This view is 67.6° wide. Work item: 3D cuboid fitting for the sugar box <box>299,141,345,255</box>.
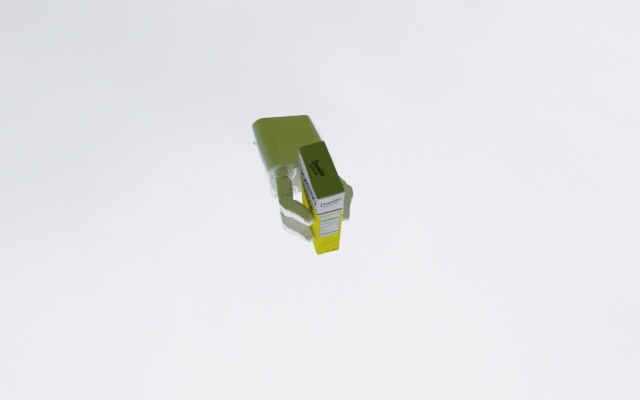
[{"bbox_3d":[0.000,0.002,0.716,0.048,0.093,0.176,-16,-31,-7],"label":"sugar box"}]
